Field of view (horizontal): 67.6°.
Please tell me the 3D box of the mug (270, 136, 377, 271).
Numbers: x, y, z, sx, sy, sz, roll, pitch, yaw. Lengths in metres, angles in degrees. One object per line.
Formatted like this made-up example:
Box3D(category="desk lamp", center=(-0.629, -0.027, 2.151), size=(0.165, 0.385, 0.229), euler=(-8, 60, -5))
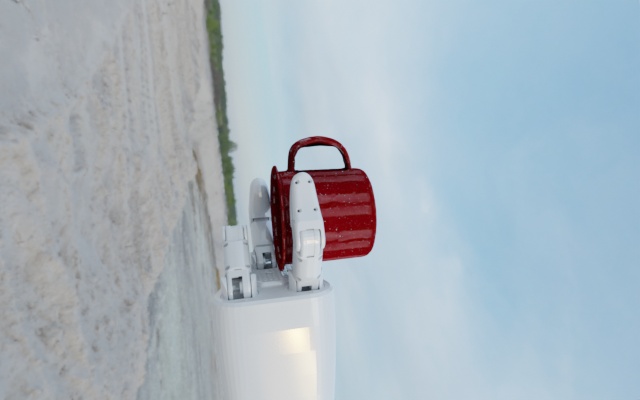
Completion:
Box3D(category="mug", center=(0.000, 0.000, 0.424), size=(0.081, 0.117, 0.093), euler=(-4, 11, -11))
